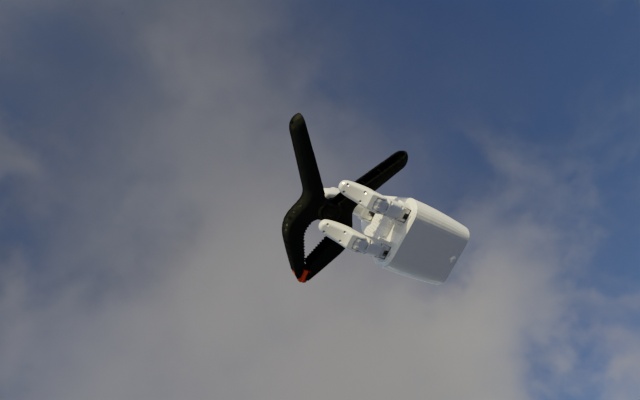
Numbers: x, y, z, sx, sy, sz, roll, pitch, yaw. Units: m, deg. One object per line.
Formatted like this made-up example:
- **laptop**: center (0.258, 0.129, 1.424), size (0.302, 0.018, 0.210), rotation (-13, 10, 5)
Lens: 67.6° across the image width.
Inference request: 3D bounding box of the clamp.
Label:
- **clamp**: center (0.000, 0.002, 0.602), size (0.164, 0.210, 0.036), rotation (23, 10, -25)
